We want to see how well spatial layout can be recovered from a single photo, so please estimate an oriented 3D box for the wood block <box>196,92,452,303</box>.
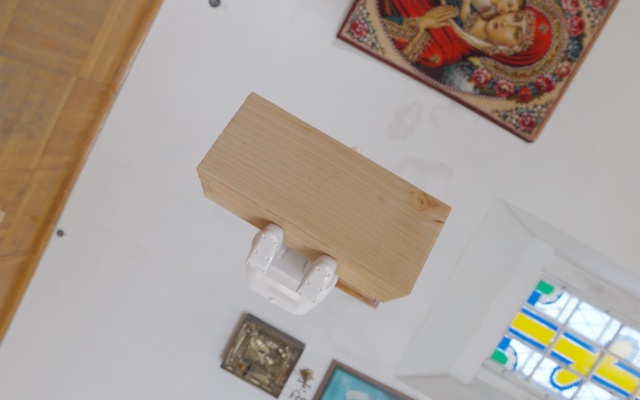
[{"bbox_3d":[0.000,0.001,0.449,0.206,0.090,0.090,30,-19,2],"label":"wood block"}]
